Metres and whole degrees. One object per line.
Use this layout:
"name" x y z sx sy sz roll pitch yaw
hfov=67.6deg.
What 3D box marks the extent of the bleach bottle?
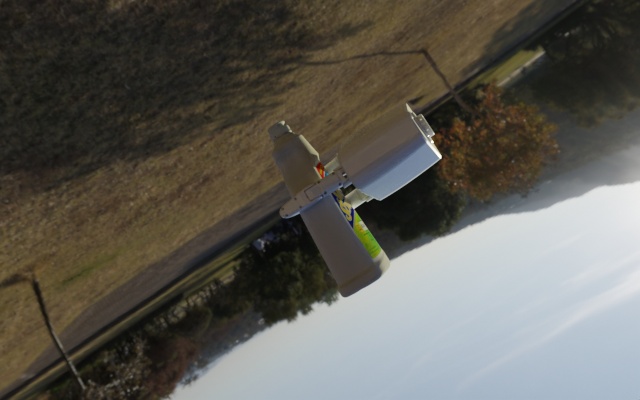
"bleach bottle" 0.000 0.002 0.654 0.068 0.251 0.102 -34 -5 18
